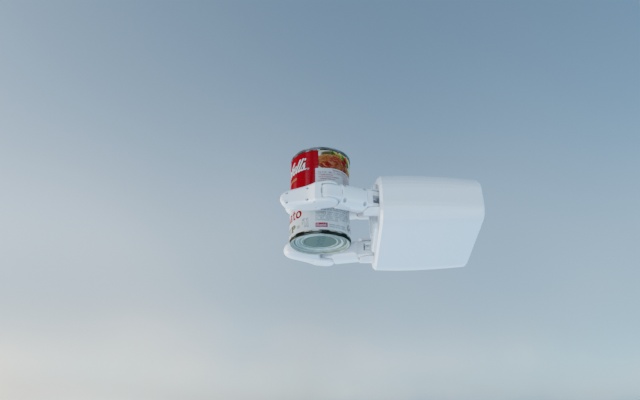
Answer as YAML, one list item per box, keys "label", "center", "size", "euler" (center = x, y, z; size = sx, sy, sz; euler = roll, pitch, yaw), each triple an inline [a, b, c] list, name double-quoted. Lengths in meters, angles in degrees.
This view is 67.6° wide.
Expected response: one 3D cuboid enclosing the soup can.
- label: "soup can"
  center: [0.000, 0.002, 0.528]
  size: [0.068, 0.102, 0.068]
  euler: [0, -26, 0]
